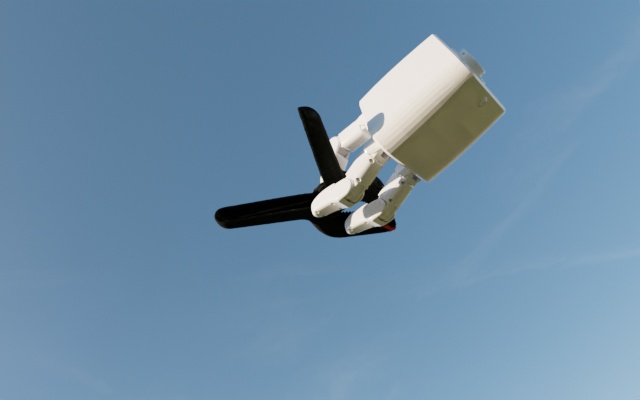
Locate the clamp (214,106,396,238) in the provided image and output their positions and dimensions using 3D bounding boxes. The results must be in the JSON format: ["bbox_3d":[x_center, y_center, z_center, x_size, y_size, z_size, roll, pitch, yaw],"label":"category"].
[{"bbox_3d":[0.000,0.001,0.532,0.164,0.036,0.210,-41,-46,23],"label":"clamp"}]
